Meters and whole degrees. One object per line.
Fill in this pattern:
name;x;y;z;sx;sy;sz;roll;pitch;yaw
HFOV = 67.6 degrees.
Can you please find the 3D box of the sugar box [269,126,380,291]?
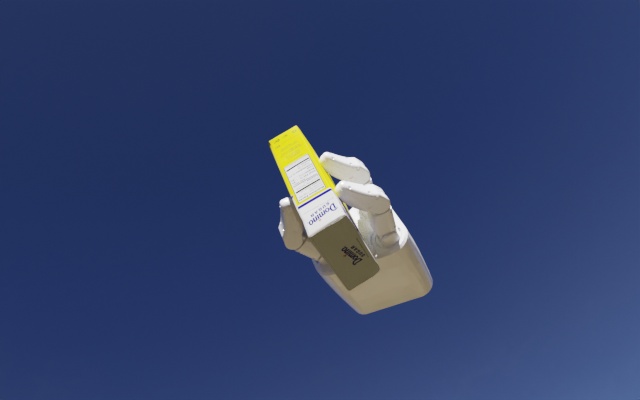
sugar box;0.001;0.001;0.506;0.048;0.093;0.176;-33;40;1
